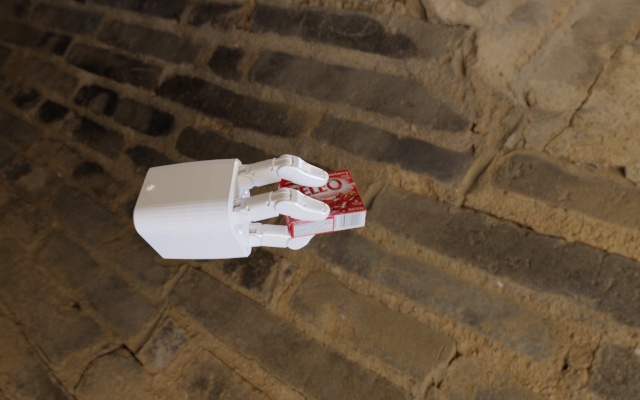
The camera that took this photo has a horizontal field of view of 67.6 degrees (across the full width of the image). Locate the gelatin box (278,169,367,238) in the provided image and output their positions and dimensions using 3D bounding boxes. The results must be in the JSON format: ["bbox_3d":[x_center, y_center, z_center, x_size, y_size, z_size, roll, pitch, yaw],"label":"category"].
[{"bbox_3d":[0.000,0.002,0.552,0.089,0.030,0.073,-8,45,-11],"label":"gelatin box"}]
